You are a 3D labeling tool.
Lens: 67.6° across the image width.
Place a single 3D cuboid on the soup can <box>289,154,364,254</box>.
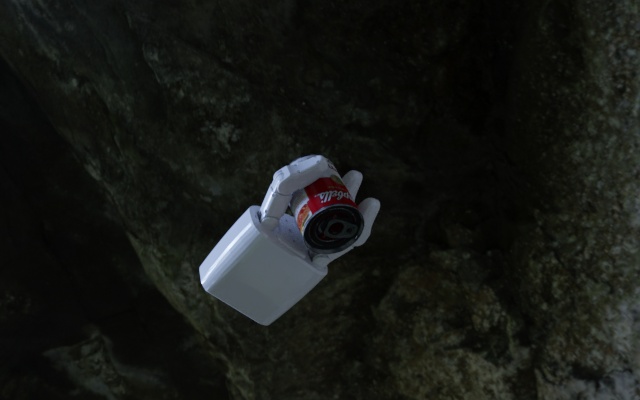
[{"bbox_3d":[0.000,0.001,0.537,0.068,0.068,0.102,0,37,-21],"label":"soup can"}]
